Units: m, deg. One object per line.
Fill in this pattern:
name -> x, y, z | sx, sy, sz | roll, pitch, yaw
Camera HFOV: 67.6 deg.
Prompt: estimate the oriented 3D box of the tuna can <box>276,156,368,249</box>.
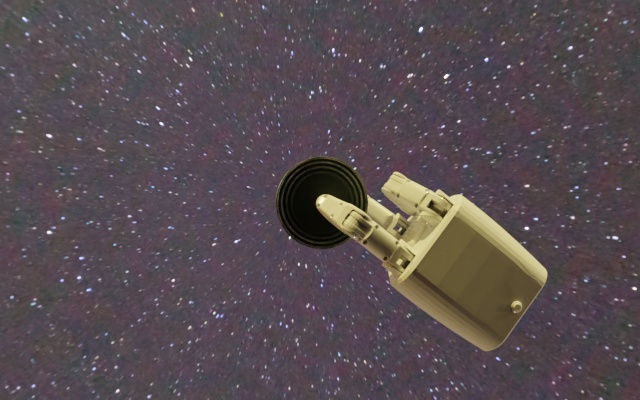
tuna can -> 0.000, 0.001, 0.456 | 0.086, 0.086, 0.034 | 0, 3, -7
